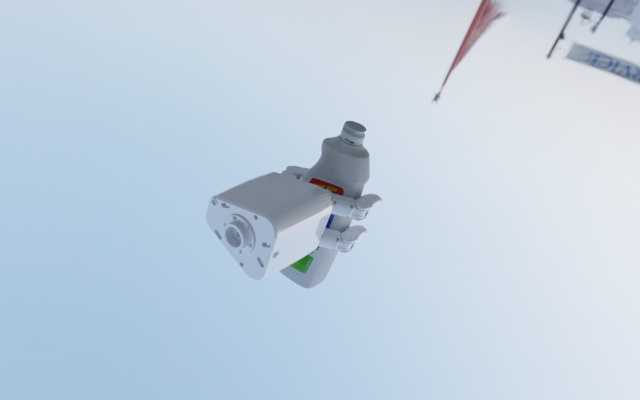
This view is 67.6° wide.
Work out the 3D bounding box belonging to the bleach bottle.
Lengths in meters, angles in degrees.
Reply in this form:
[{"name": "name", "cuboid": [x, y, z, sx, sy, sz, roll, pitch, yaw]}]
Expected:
[{"name": "bleach bottle", "cuboid": [0.000, 0.002, 0.666, 0.102, 0.251, 0.068, 35, 34, 21]}]
